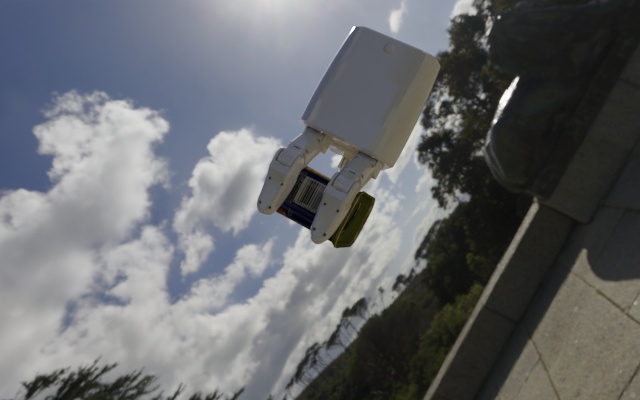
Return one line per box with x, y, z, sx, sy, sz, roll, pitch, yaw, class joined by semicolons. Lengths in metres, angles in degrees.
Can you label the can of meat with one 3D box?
0.000;0.001;0.469;0.084;0.057;0.102;28;3;14;can of meat
